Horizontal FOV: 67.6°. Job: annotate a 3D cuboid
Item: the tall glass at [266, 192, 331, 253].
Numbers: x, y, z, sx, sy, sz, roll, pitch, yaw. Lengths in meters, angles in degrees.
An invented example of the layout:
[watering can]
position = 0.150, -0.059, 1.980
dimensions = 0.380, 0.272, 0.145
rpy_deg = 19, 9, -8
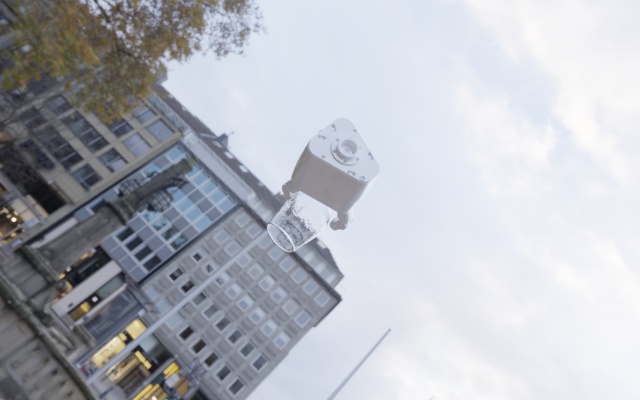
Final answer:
[tall glass]
position = 0.001, 0.002, 0.816
dimensions = 0.201, 0.079, 0.079
rpy_deg = -41, 22, -27
